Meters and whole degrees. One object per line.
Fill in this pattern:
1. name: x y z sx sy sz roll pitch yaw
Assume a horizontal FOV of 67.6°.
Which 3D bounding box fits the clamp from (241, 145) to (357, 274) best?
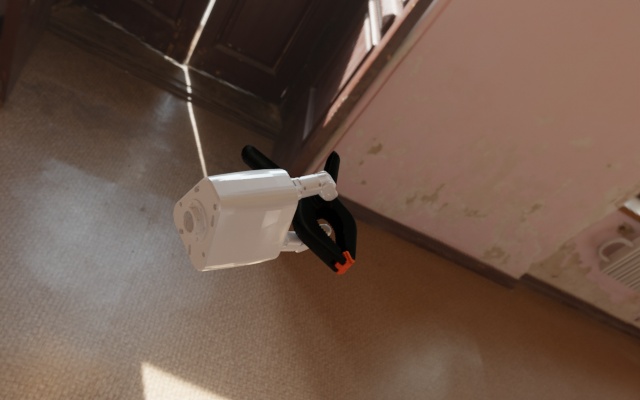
1. clamp: 0.001 0.002 0.658 0.164 0.210 0.036 -9 -32 -40
